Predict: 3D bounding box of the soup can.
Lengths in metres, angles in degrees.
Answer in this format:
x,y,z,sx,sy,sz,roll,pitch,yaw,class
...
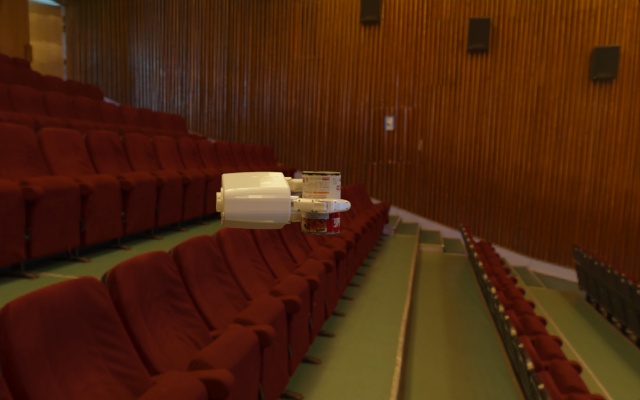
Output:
x,y,z,sx,sy,sz,roll,pitch,yaw,class
0.001,0.002,0.815,0.068,0.102,0.068,1,5,0,soup can
